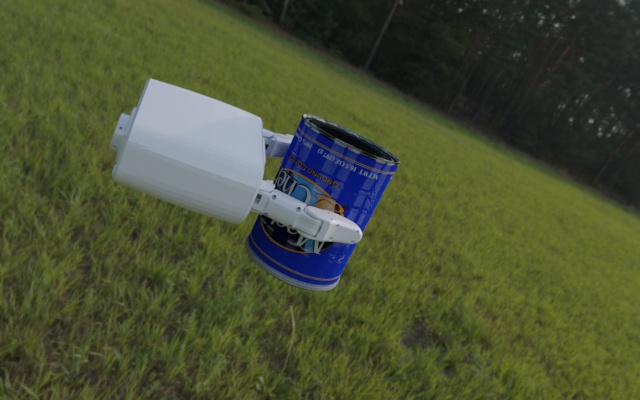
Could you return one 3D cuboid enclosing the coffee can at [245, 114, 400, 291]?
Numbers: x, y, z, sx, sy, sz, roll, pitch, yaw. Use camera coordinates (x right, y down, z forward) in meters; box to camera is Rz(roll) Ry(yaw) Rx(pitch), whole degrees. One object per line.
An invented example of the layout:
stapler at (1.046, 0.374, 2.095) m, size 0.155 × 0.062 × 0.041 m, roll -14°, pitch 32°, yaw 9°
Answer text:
coffee can at (0.000, 0.002, 0.467) m, size 0.103 × 0.140 × 0.102 m, roll 24°, pitch 16°, yaw -7°
